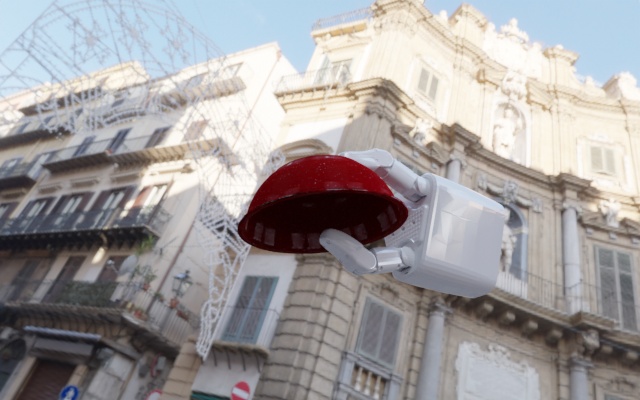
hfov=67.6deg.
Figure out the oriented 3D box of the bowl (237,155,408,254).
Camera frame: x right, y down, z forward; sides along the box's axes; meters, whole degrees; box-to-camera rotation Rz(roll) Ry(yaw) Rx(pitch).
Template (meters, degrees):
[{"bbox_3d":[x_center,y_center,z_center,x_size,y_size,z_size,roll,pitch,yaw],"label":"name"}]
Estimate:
[{"bbox_3d":[-0.001,0.001,0.461,0.162,0.055,0.162,-6,-23,-2],"label":"bowl"}]
